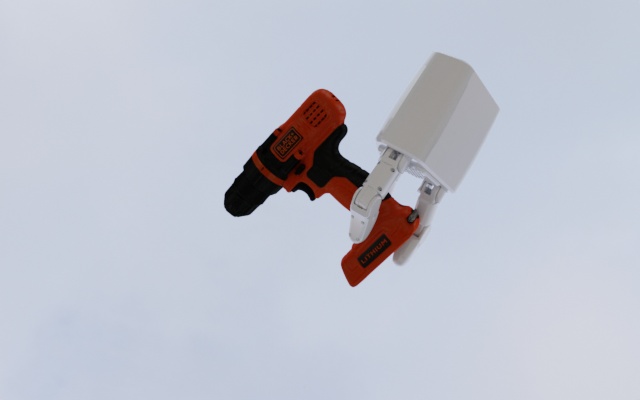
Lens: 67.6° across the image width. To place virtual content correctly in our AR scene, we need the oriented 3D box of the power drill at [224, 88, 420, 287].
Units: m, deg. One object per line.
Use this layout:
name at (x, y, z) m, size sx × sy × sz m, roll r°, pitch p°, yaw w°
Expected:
power drill at (0.001, 0.002, 0.527) m, size 0.184 × 0.187 × 0.057 m, roll -45°, pitch -4°, yaw 21°
